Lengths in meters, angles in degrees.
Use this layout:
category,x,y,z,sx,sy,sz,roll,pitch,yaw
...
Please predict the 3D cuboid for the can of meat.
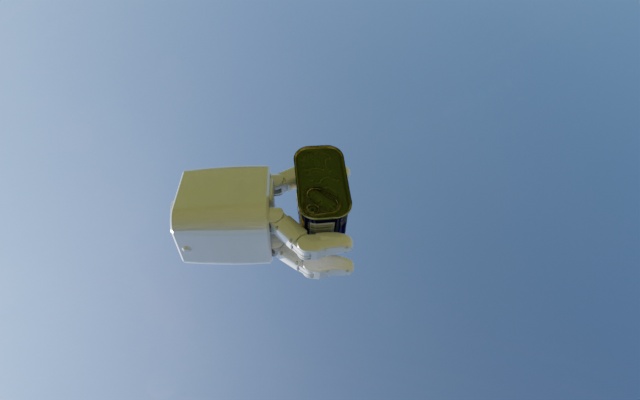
category,x,y,z,sx,sy,sz,roll,pitch,yaw
can of meat,0.000,0.002,0.552,0.057,0.102,0.084,-4,-36,-6
